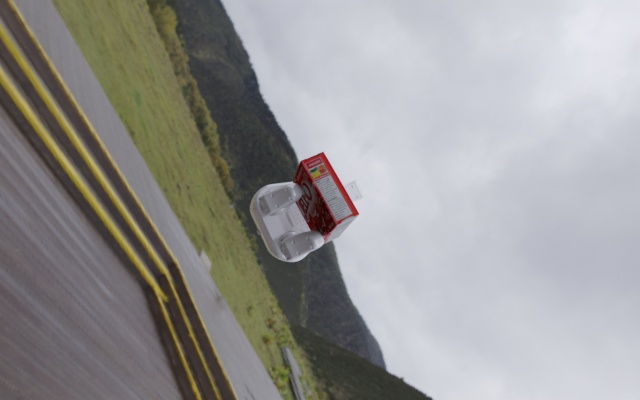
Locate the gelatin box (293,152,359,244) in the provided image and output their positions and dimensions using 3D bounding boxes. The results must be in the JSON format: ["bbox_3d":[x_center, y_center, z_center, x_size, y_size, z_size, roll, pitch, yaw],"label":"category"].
[{"bbox_3d":[0.001,0.001,0.495,0.030,0.073,0.089,-25,-12,-19],"label":"gelatin box"}]
